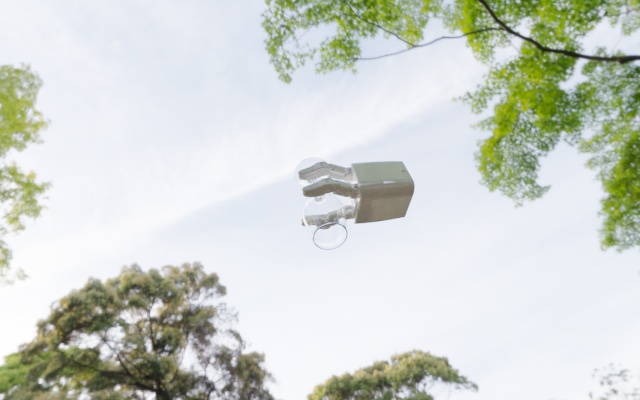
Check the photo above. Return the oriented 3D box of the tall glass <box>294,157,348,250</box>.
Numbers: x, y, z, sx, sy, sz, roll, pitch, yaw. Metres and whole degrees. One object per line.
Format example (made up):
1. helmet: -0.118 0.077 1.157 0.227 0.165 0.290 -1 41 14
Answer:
1. tall glass: 0.000 0.003 0.899 0.079 0.079 0.201 0 37 -12
